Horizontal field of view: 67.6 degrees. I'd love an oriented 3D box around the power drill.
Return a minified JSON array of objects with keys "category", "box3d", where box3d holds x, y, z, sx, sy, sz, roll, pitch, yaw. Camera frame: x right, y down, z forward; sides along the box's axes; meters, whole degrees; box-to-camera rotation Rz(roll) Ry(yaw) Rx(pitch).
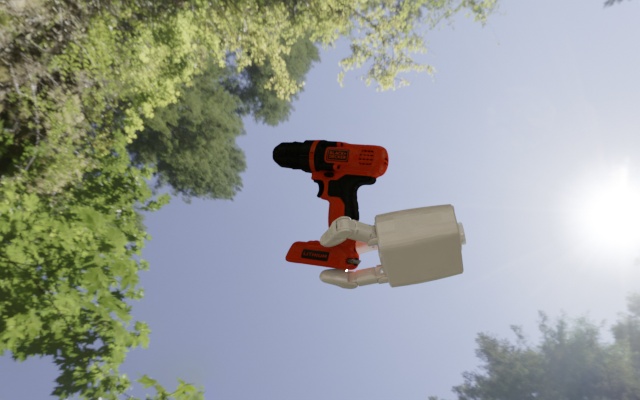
[{"category":"power drill","box3d":[0.000,0.003,0.703,0.184,0.187,0.057,6,-5,26]}]
